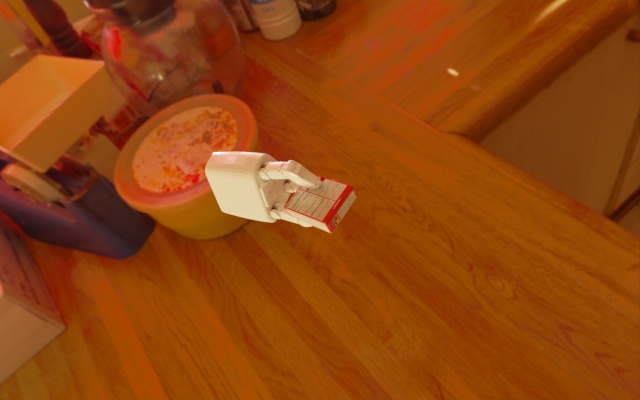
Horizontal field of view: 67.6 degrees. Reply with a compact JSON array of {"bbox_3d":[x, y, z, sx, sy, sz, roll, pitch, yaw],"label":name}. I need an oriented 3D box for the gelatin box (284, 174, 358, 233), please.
[{"bbox_3d":[0.000,0.002,0.722,0.089,0.073,0.030,19,-27,39],"label":"gelatin box"}]
